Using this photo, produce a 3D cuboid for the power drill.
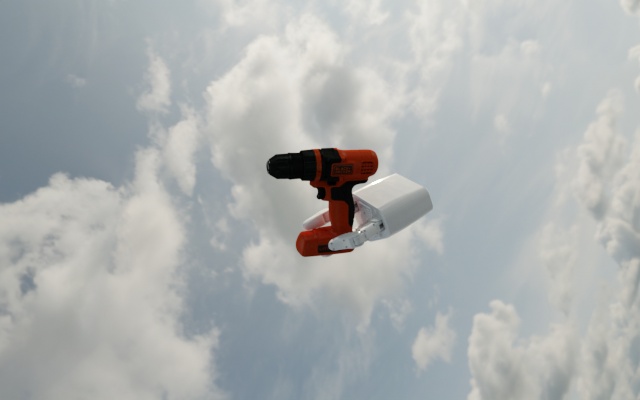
[{"bbox_3d":[0.000,0.003,0.798,0.184,0.188,0.057,-3,30,-14],"label":"power drill"}]
